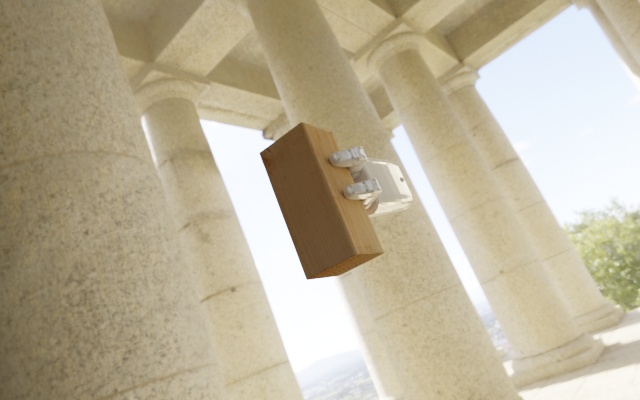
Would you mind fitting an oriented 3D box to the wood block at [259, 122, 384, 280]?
[{"bbox_3d":[0.000,0.002,0.704,0.091,0.206,0.090,-32,-20,28],"label":"wood block"}]
